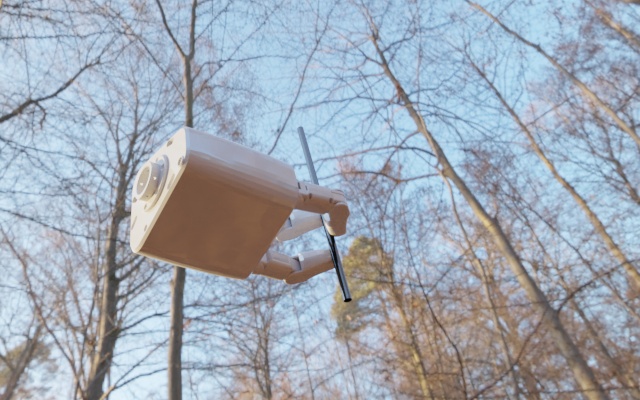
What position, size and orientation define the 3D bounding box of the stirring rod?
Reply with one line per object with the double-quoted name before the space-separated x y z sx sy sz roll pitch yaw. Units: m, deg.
"stirring rod" 0.000 0.002 0.515 0.011 0.239 0.011 -9 -39 -8
